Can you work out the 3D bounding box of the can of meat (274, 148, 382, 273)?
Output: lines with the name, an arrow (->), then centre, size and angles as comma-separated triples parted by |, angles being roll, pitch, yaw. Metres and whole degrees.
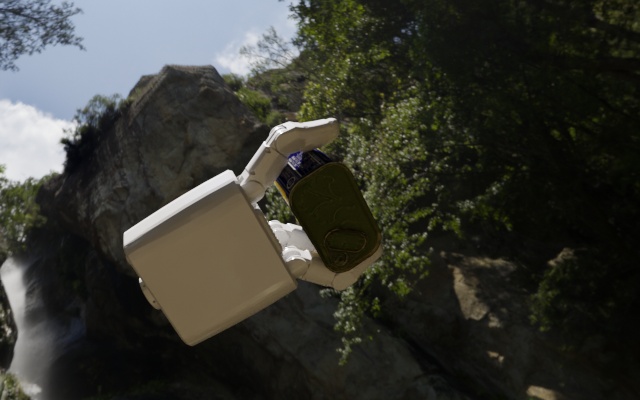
can of meat -> 0.000, 0.001, 0.430 | 0.057, 0.102, 0.084 | -33, 31, -6
